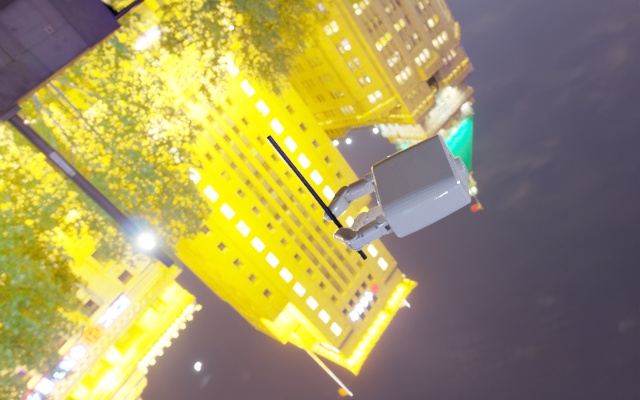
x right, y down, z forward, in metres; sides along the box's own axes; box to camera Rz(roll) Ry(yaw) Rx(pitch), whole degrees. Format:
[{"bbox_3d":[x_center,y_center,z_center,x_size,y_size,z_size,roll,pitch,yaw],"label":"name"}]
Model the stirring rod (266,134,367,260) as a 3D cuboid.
[{"bbox_3d":[0.000,0.002,0.670,0.011,0.240,0.011,-30,27,17],"label":"stirring rod"}]
